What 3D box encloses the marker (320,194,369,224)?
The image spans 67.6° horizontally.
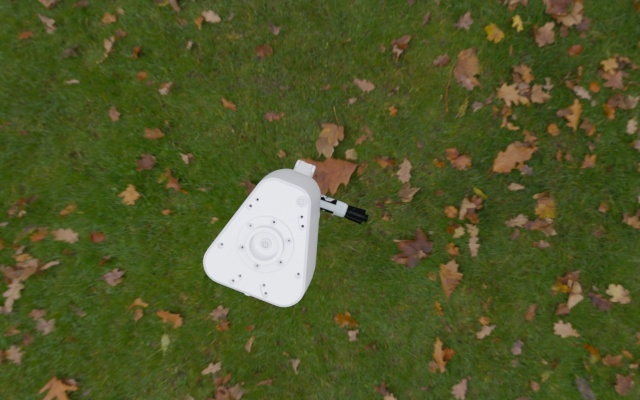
[{"bbox_3d":[0.000,0.002,0.576,0.121,0.020,0.020,20,0,0],"label":"marker"}]
